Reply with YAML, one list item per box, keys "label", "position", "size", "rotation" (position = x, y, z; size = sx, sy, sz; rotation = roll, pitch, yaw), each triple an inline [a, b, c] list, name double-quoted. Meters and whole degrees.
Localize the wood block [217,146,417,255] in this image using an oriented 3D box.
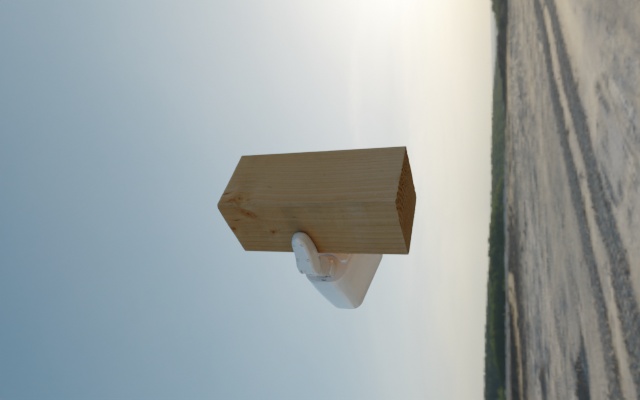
- label: "wood block"
  position: [0.000, 0.002, 0.561]
  size: [0.206, 0.090, 0.090]
  rotation: [-1, -43, 21]
